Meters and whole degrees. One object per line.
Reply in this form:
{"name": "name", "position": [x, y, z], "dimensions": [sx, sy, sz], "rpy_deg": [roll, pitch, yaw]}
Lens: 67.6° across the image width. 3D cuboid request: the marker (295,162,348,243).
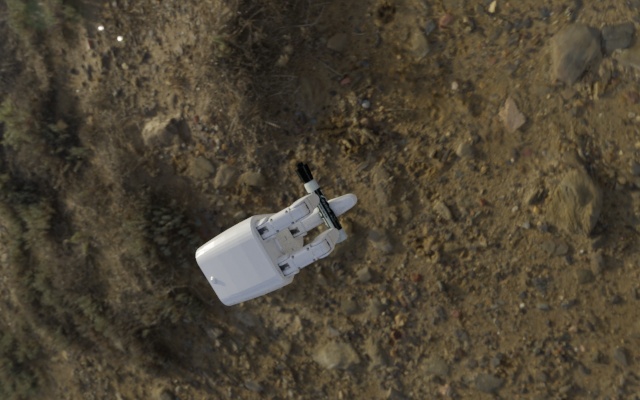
{"name": "marker", "position": [0.000, 0.002, 0.651], "dimensions": [0.020, 0.121, 0.020], "rpy_deg": [-29, 6, 3]}
